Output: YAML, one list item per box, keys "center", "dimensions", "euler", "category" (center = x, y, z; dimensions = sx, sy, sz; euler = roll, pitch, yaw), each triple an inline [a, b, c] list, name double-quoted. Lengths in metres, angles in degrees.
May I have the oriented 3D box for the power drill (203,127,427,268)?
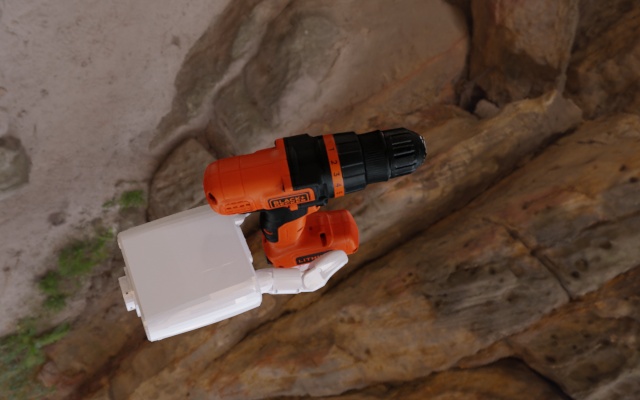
- center: [0.000, 0.002, 0.455]
  dimensions: [0.184, 0.057, 0.188]
  euler: [-10, -27, -1]
  category: "power drill"
